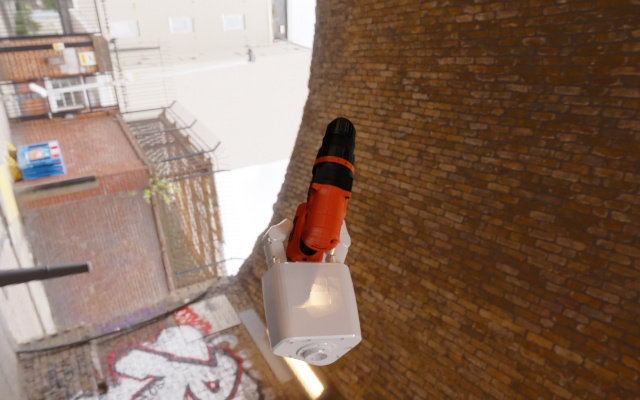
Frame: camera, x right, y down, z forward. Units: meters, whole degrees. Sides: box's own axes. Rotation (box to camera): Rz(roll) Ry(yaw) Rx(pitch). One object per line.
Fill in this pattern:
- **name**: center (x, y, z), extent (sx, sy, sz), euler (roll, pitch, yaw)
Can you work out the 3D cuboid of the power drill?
- **power drill**: center (0.000, 0.003, 0.654), extent (0.057, 0.184, 0.188), euler (15, -27, -3)
